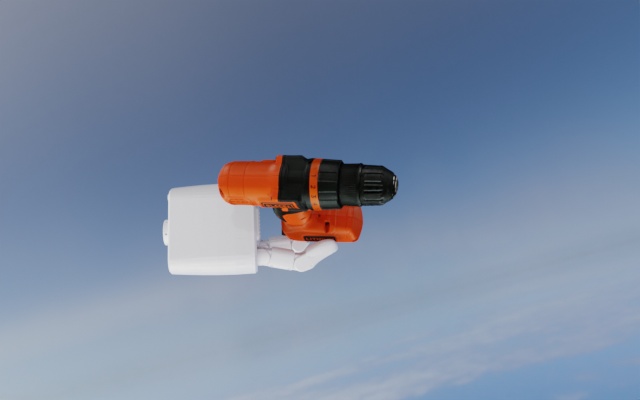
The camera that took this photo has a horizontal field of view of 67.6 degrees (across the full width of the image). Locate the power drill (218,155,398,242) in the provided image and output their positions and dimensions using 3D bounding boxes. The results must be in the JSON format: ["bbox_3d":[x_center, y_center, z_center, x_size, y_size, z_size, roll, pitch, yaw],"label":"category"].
[{"bbox_3d":[0.000,0.002,0.546,0.184,0.057,0.188,3,-17,14],"label":"power drill"}]
